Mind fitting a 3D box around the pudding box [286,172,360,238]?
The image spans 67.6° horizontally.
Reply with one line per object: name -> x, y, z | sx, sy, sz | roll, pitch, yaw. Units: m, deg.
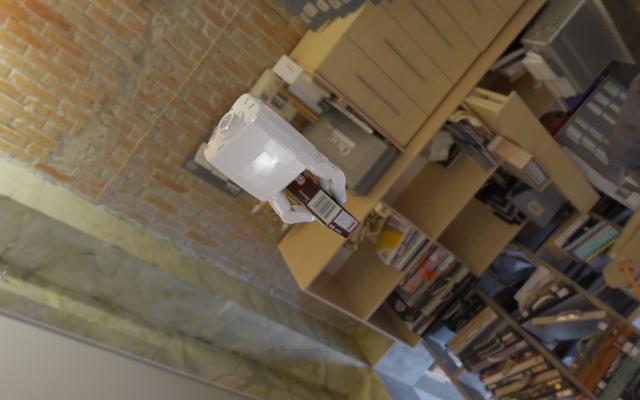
pudding box -> 0.000, 0.003, 0.736 | 0.113, 0.039, 0.090 | 45, 5, 27
